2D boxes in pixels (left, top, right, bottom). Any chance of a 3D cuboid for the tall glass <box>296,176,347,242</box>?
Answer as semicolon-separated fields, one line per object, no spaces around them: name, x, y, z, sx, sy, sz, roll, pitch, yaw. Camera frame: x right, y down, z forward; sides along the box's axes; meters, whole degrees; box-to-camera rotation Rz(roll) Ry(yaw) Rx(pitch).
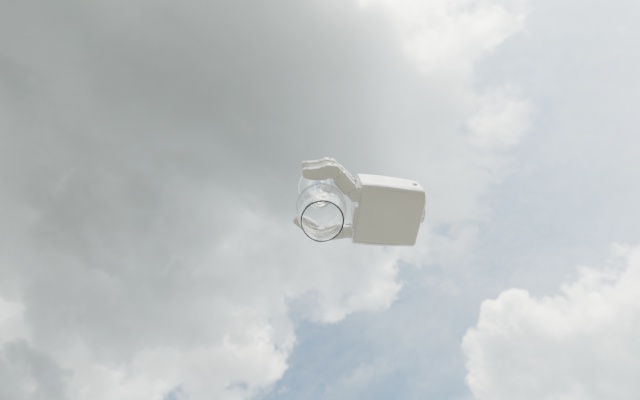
tall glass;0.000;0.002;0.765;0.079;0.079;0.201;0;16;-1
